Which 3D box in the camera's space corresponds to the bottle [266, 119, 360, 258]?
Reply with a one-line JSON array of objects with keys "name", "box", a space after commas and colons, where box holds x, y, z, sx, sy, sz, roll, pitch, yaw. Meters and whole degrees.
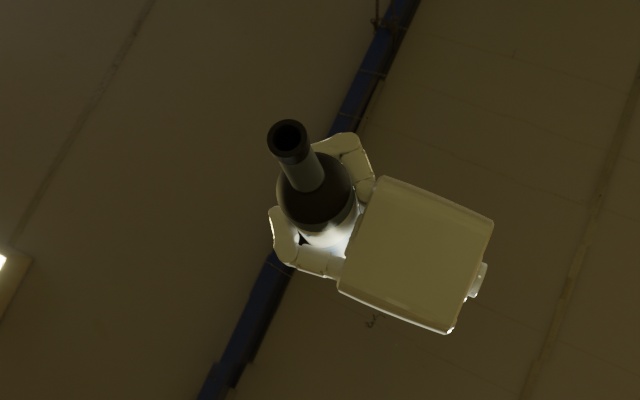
[{"name": "bottle", "box": [0.000, 0.002, 0.447, 0.069, 0.069, 0.296, 0, -17, 9]}]
